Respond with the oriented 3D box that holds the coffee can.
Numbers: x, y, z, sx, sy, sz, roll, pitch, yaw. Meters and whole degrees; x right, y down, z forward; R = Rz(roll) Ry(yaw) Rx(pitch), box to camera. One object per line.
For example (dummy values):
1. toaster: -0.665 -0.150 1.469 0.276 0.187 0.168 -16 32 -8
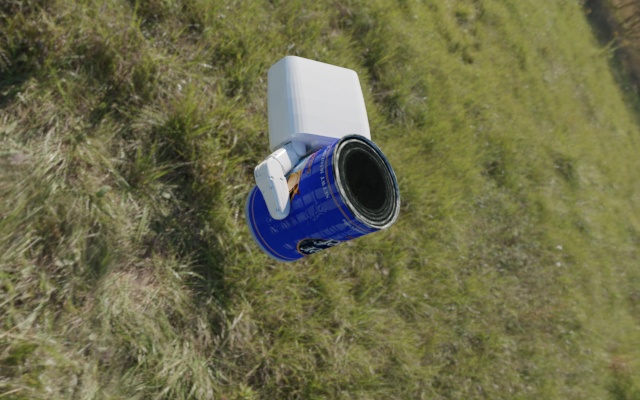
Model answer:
1. coffee can: 0.000 0.002 0.522 0.140 0.102 0.103 -24 -16 40
